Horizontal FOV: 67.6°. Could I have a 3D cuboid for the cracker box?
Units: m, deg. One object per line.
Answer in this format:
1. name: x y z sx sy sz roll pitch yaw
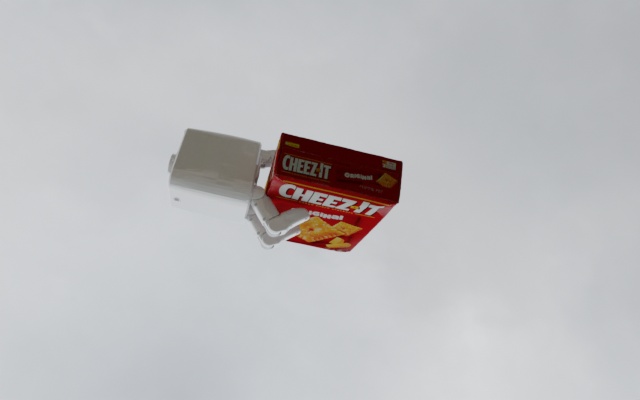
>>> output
1. cracker box: 0.000 0.002 0.686 0.164 0.072 0.214 12 -25 -10
